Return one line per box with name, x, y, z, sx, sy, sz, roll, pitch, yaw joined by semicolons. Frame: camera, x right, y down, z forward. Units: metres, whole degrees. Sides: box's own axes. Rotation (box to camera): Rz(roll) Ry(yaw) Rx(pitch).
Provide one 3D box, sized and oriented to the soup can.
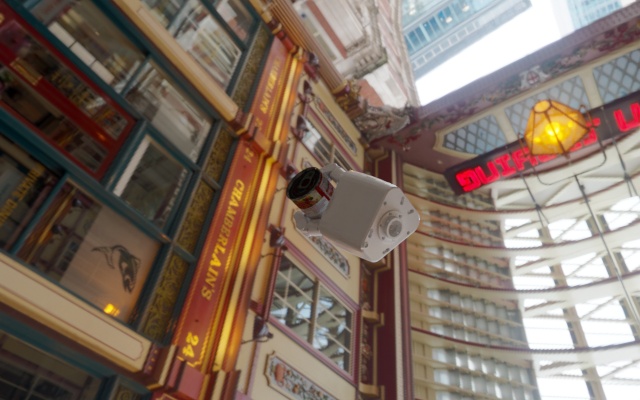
soup can;0.000;0.003;0.792;0.068;0.068;0.102;0;-38;45
